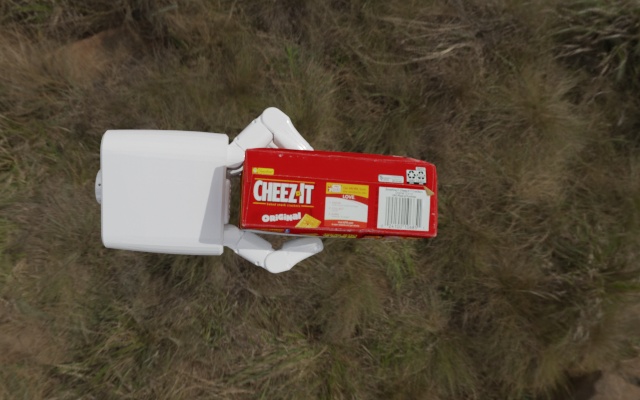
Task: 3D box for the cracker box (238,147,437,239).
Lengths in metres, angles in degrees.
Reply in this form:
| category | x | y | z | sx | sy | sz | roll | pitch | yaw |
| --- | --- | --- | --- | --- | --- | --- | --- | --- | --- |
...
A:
| category | x | y | z | sx | sy | sz | roll | pitch | yaw |
| --- | --- | --- | --- | --- | --- | --- | --- | --- | --- |
| cracker box | 0.000 | 0.002 | 0.487 | 0.164 | 0.072 | 0.214 | 3 | -5 | -10 |
